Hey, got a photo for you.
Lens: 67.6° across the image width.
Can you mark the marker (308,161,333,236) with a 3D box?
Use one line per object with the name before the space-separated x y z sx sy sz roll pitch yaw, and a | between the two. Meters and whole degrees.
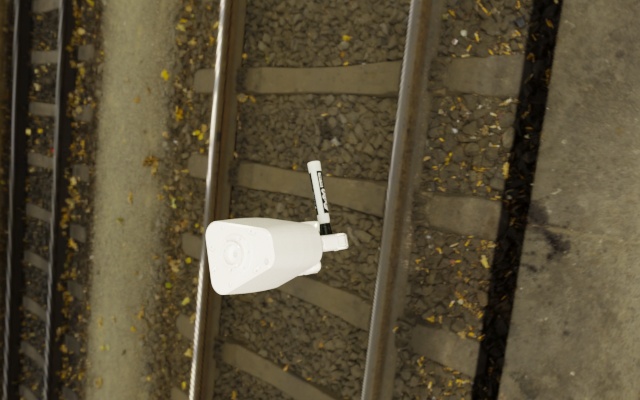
marker | 0.000 0.002 0.700 0.020 0.121 0.020 -10 -9 -1
